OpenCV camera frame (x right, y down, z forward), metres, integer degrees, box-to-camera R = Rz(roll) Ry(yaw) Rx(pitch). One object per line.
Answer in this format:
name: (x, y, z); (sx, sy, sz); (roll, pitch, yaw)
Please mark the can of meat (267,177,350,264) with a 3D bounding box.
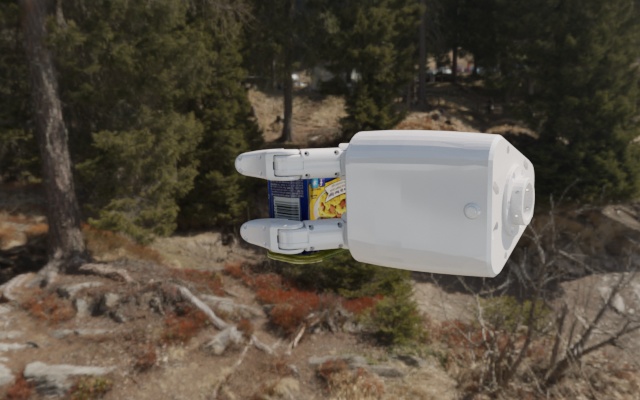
can of meat: (0.000, 0.001, 0.418); (0.057, 0.084, 0.102); (6, 12, 40)
